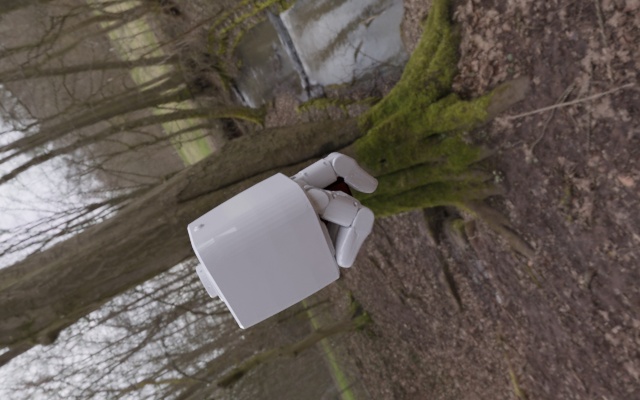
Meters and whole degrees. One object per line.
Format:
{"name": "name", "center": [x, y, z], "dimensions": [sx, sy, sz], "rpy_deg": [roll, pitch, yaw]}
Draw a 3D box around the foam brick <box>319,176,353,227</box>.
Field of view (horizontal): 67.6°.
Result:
{"name": "foam brick", "center": [0.000, 0.002, 0.519], "dimensions": [0.051, 0.053, 0.078], "rpy_deg": [-29, 20, -11]}
